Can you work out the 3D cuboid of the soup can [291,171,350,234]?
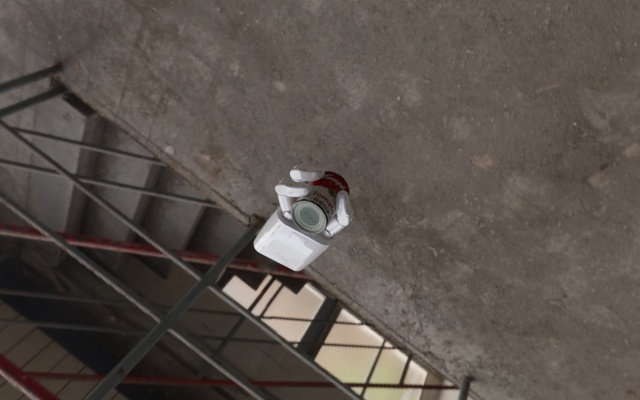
[{"bbox_3d":[0.000,0.003,0.816,0.068,0.068,0.102,0,30,28],"label":"soup can"}]
